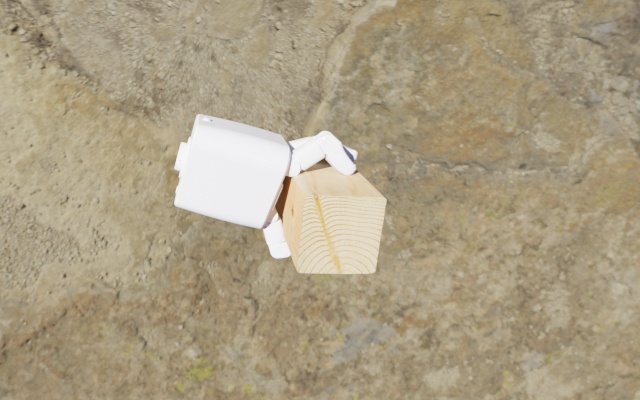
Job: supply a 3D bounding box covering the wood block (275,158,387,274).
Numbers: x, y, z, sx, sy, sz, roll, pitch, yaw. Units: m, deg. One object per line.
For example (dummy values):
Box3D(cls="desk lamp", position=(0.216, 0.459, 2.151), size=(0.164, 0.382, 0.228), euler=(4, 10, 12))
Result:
Box3D(cls="wood block", position=(0.000, 0.002, 0.591), size=(0.090, 0.091, 0.206), euler=(2, 20, -14))
